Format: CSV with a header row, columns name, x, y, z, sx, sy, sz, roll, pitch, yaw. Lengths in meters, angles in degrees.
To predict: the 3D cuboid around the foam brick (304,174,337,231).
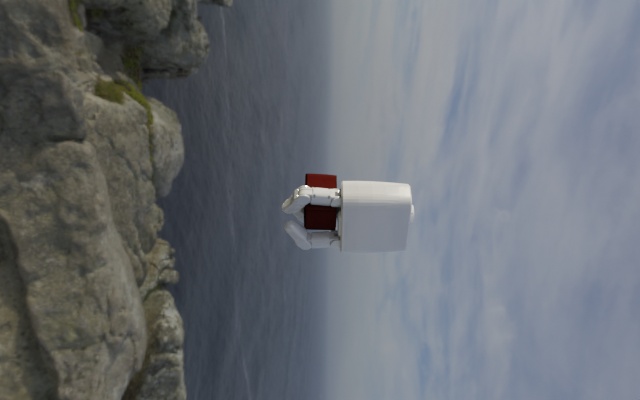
name,x,y,z,sx,sy,sz,roll,pitch,yaw
foam brick,0.000,0.002,0.766,0.051,0.078,0.053,1,-39,0
